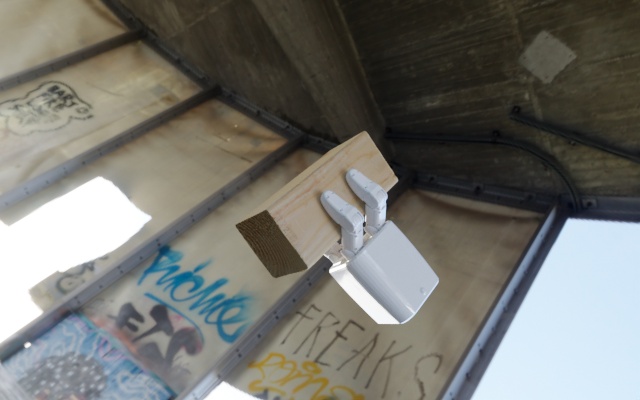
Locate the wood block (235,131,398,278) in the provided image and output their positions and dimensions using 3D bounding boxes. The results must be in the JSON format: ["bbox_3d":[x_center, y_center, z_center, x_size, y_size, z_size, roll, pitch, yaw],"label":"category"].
[{"bbox_3d":[0.000,0.002,0.646,0.206,0.090,0.091,-41,9,-37],"label":"wood block"}]
